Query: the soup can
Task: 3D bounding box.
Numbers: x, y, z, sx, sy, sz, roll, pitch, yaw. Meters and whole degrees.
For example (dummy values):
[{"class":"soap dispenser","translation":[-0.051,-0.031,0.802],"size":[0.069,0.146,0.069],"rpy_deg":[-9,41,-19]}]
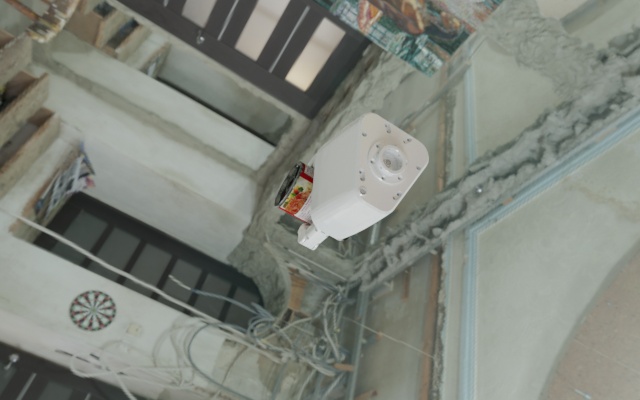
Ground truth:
[{"class":"soup can","translation":[0.000,0.002,0.629],"size":[0.102,0.068,0.068],"rpy_deg":[29,-8,-14]}]
